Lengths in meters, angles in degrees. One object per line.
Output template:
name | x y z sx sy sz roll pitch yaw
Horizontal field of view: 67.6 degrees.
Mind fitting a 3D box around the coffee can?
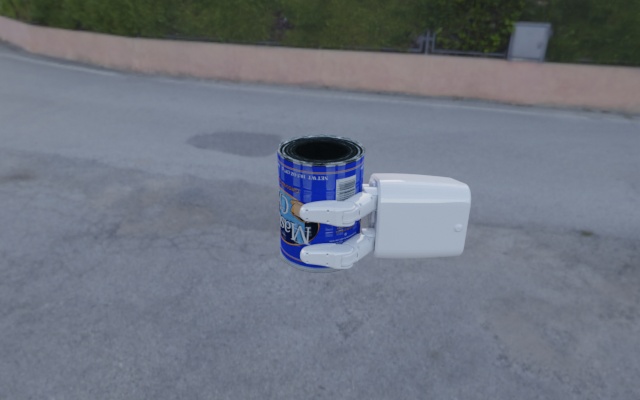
coffee can | 0.000 0.002 0.583 0.103 0.140 0.102 1 26 0
